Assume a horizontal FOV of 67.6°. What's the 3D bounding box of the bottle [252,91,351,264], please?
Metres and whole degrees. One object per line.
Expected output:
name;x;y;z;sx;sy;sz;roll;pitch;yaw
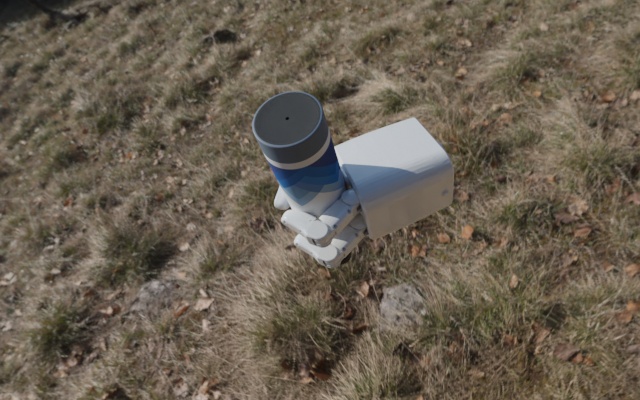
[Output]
bottle;0.000;0.002;0.551;0.069;0.069;0.296;0;-31;14
